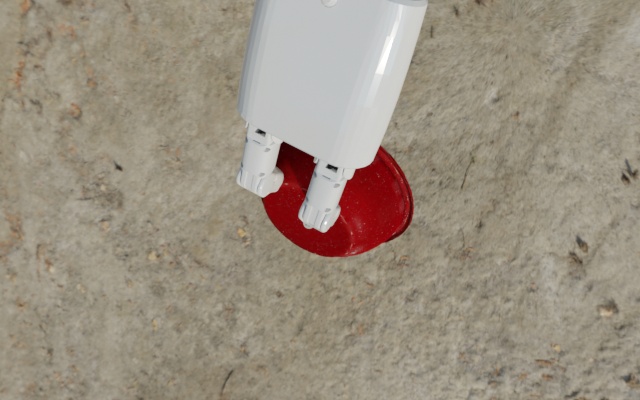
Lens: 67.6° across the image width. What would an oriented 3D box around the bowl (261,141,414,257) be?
[{"bbox_3d":[0.000,0.003,0.439,0.162,0.162,0.055,0,42,40],"label":"bowl"}]
